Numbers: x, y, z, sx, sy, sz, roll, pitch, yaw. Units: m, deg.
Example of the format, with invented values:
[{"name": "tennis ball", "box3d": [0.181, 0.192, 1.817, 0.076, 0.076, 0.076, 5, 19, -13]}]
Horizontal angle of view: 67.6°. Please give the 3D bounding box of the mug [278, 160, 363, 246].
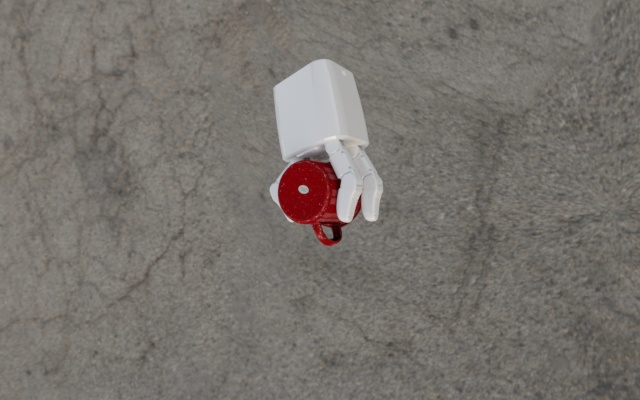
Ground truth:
[{"name": "mug", "box3d": [0.000, 0.003, 0.624, 0.093, 0.117, 0.081, -16, -10, 30]}]
